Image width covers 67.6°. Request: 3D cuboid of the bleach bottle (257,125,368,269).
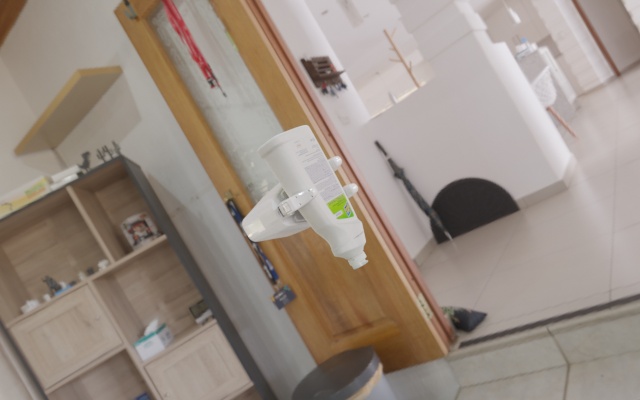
[{"bbox_3d":[0.000,0.003,0.793,0.068,0.251,0.102,-30,0,42],"label":"bleach bottle"}]
